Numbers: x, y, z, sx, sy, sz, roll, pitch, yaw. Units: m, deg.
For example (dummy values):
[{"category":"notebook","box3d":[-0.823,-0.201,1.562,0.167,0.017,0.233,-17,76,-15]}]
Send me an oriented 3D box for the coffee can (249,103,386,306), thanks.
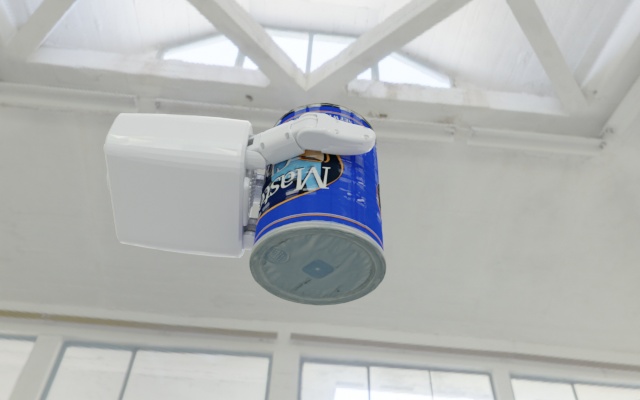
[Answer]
[{"category":"coffee can","box3d":[0.000,0.001,0.403,0.103,0.140,0.103,1,-42,1]}]
